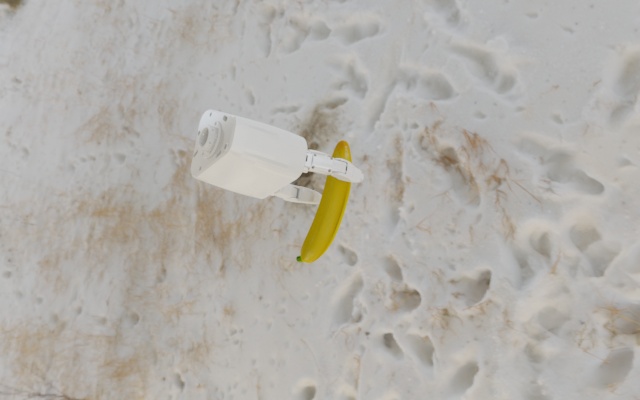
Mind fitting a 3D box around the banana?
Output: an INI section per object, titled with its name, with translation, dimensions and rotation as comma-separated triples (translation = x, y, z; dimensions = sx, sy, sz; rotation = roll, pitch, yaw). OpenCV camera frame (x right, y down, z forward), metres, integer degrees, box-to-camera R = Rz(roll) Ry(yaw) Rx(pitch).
[banana]
translation = 0.008, 0.012, 0.681
dimensions = 0.037, 0.198, 0.069
rotation = 14, 14, -34
